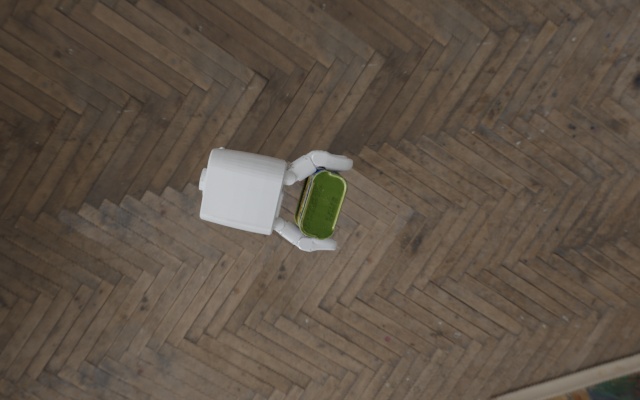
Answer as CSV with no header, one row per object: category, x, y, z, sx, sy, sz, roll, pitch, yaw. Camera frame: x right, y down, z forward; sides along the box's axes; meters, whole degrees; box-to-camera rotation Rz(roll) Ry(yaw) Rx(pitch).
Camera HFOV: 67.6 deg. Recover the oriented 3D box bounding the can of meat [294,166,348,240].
can of meat,0.000,0.002,0.701,0.057,0.102,0.084,16,5,-7
